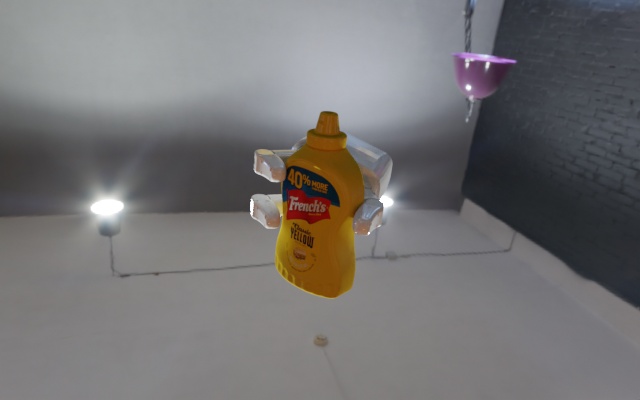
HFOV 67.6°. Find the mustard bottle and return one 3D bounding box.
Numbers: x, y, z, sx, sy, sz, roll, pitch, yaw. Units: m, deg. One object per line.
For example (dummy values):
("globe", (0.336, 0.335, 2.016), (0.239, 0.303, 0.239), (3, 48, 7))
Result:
("mustard bottle", (0.000, 0.002, 0.506), (0.096, 0.192, 0.058), (24, 27, 37))
